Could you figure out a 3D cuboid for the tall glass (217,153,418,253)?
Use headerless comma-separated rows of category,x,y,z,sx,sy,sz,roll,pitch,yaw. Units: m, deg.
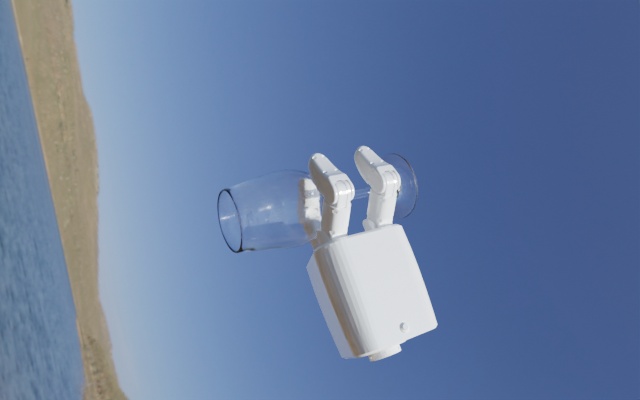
tall glass,0.001,0.001,0.492,0.201,0.079,0.079,-12,5,-29
